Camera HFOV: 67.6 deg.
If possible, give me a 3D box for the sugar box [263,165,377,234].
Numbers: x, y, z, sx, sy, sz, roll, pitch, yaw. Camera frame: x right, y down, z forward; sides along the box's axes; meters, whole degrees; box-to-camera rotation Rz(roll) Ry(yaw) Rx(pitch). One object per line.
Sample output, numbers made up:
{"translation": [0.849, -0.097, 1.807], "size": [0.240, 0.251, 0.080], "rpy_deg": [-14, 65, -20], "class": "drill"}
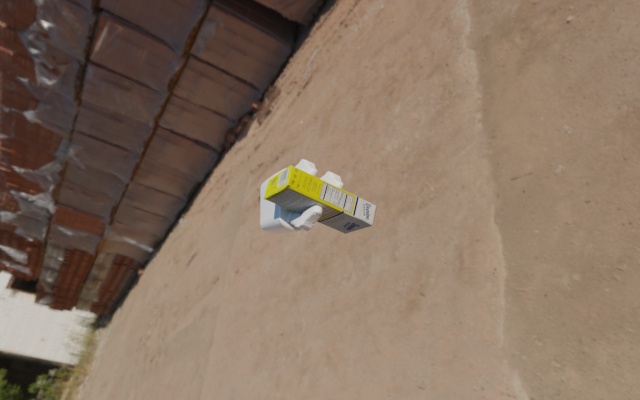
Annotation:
{"translation": [0.000, 0.002, 0.834], "size": [0.176, 0.048, 0.093], "rpy_deg": [22, -23, -25], "class": "sugar box"}
